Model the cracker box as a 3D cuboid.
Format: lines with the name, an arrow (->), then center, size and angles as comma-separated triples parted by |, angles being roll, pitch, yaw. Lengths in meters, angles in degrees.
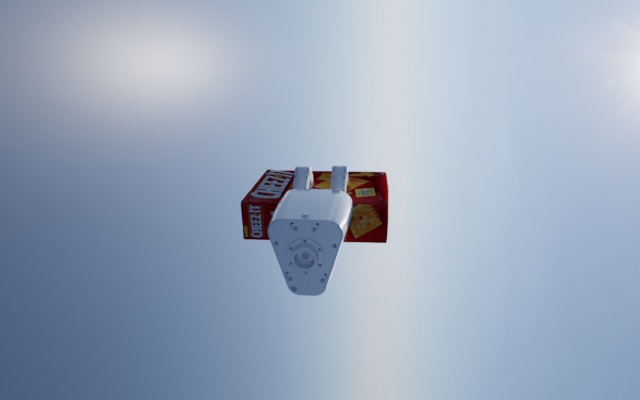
cracker box -> 0.000, 0.003, 0.758 | 0.213, 0.072, 0.164 | 2, 20, 8
